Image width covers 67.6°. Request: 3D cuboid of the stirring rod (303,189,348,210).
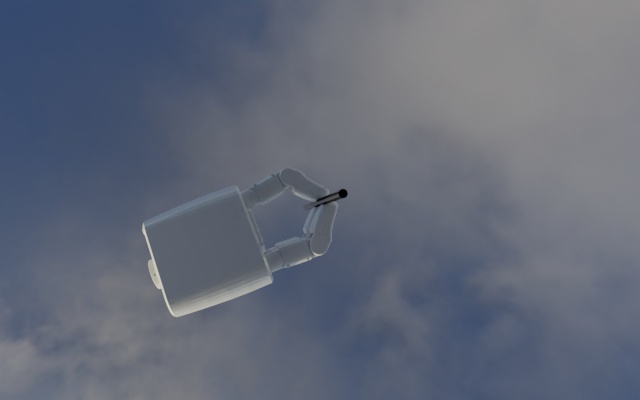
[{"bbox_3d":[0.000,0.002,0.523,0.011,0.011,0.239,0,-4,-9],"label":"stirring rod"}]
